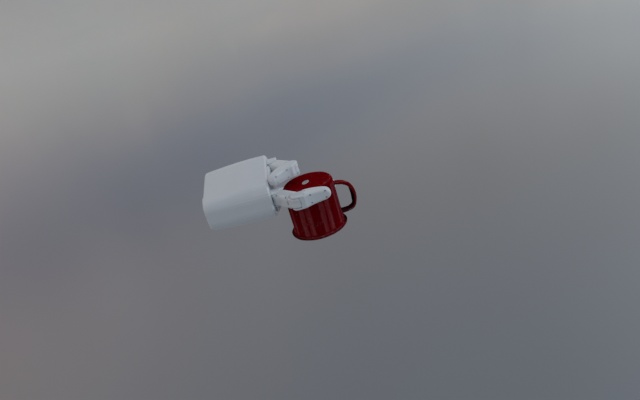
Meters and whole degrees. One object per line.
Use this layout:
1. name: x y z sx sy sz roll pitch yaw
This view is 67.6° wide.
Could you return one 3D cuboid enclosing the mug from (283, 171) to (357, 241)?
1. mug: 0.001 0.002 0.763 0.117 0.081 0.093 -15 24 2
